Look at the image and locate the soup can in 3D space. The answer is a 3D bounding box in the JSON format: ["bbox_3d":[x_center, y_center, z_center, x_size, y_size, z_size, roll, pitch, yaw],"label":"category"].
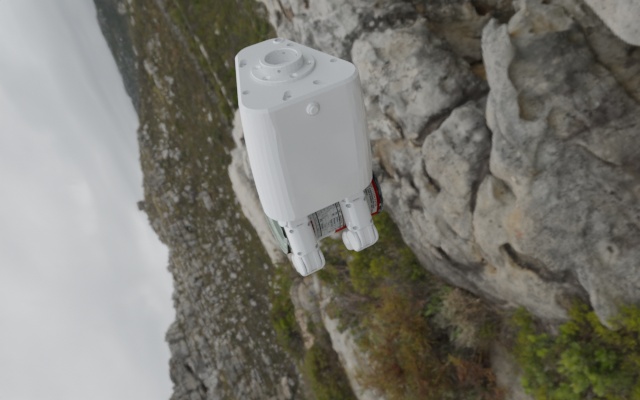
[{"bbox_3d":[0.000,0.002,0.462,0.102,0.068,0.068,-24,6,-14],"label":"soup can"}]
